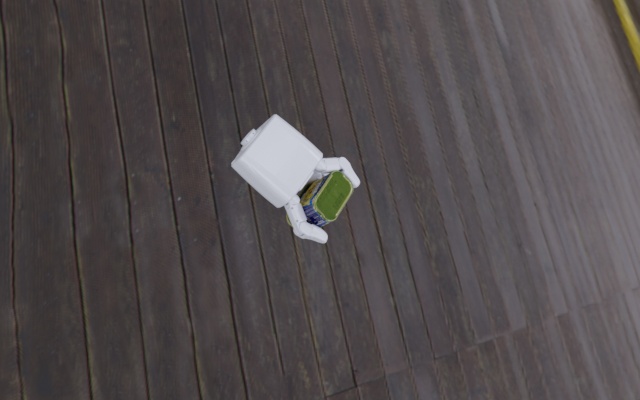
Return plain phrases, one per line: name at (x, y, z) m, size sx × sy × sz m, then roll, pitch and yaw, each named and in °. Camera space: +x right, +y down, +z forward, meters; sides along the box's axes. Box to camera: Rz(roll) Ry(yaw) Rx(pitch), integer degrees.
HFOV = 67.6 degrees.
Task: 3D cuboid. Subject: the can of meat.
can of meat at (0.000, 0.003, 0.822) m, size 0.057 × 0.102 × 0.084 m, roll 44°, pitch -37°, yaw -14°
